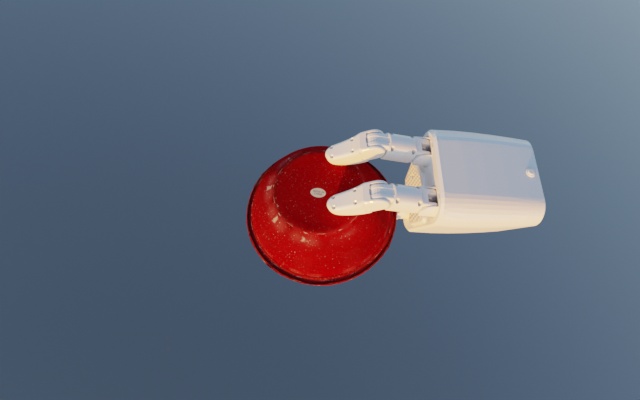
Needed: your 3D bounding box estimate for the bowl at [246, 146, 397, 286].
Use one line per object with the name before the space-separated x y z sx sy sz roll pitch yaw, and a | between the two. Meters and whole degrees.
bowl | -0.001 0.002 0.489 0.162 0.162 0.055 0 -25 2
